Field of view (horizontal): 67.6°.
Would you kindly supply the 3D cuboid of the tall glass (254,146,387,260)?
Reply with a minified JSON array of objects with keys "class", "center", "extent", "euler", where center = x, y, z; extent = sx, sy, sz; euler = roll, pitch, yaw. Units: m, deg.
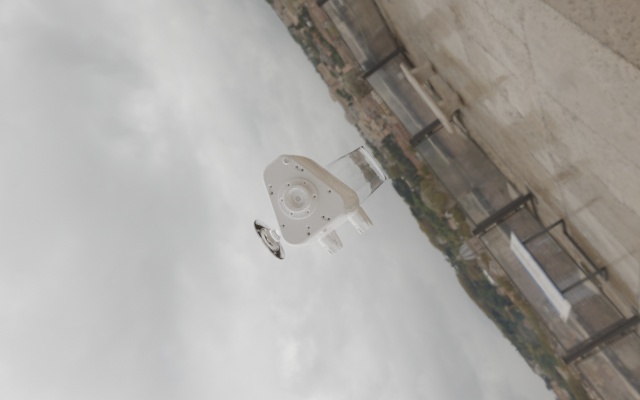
[{"class":"tall glass","center":[0.000,0.003,0.716],"extent":[0.201,0.079,0.079],"euler":[-36,-7,10]}]
